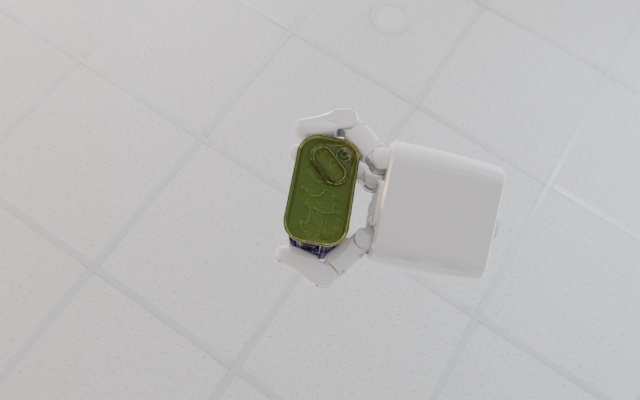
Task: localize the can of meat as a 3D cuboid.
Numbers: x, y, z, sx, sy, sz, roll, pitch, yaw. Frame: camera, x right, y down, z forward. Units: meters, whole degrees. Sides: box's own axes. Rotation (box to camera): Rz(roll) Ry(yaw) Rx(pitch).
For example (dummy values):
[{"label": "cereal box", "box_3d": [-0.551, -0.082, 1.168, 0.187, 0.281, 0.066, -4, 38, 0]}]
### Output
[{"label": "can of meat", "box_3d": [0.000, 0.002, 0.459, 0.057, 0.102, 0.084, 10, -17, 1]}]
